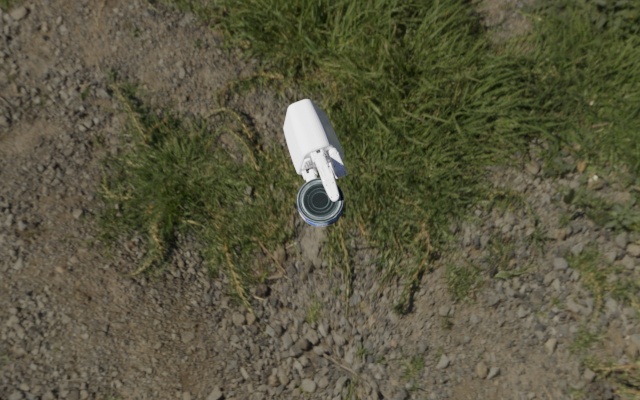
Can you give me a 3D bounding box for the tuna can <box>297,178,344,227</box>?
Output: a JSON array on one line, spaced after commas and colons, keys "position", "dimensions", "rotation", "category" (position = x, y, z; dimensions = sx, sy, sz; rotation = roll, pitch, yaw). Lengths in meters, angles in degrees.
[{"position": [0.000, 0.003, 0.863], "dimensions": [0.086, 0.086, 0.034], "rotation": [0, -14, 2], "category": "tuna can"}]
